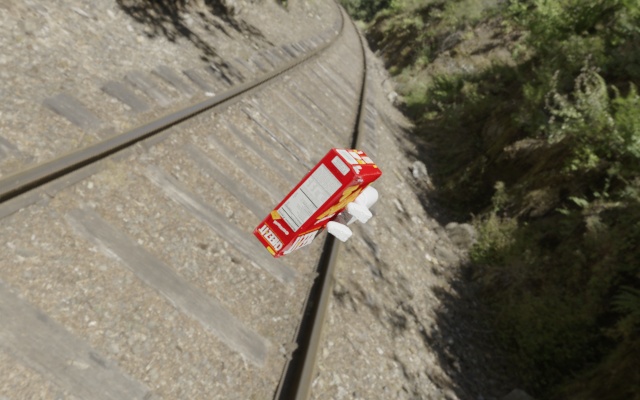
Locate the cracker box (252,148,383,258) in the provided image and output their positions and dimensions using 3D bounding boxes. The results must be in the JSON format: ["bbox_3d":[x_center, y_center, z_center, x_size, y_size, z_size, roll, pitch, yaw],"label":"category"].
[{"bbox_3d":[0.000,0.003,0.872,0.214,0.072,0.164,-46,-12,19],"label":"cracker box"}]
